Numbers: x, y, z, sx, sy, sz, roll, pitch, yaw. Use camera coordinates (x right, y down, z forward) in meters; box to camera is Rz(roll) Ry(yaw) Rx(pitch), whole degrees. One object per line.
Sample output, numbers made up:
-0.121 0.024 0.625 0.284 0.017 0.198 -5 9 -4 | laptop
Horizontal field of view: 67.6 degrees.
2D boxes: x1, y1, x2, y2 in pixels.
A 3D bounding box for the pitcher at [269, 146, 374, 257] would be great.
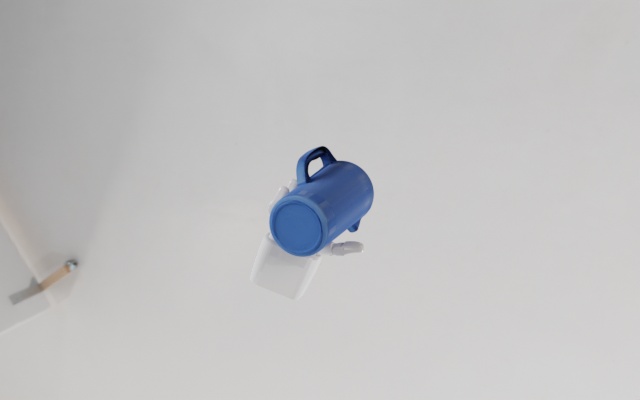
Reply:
0.000 0.003 0.880 0.149 0.145 0.242 30 24 12 | pitcher
